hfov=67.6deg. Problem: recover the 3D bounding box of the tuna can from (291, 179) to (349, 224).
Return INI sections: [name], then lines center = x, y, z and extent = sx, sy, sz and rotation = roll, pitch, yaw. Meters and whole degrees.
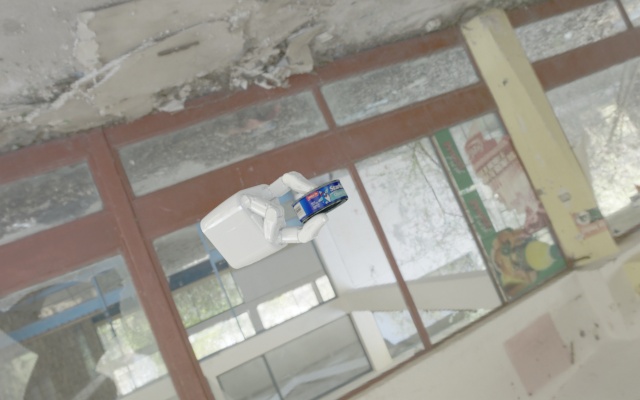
[tuna can]
center = 0.000, 0.003, 0.744
extent = 0.086, 0.033, 0.086
rotation = -28, -8, -4
